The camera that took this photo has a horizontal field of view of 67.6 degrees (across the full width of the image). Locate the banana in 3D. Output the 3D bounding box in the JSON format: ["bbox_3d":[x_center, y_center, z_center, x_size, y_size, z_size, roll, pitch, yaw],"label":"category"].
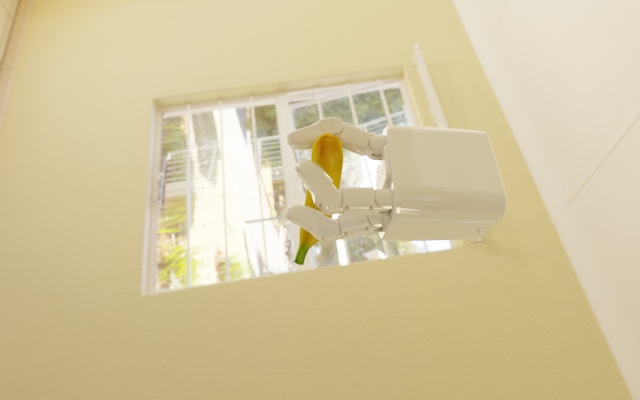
[{"bbox_3d":[0.002,-0.009,0.529,0.037,0.069,0.198,10,-44,-1],"label":"banana"}]
